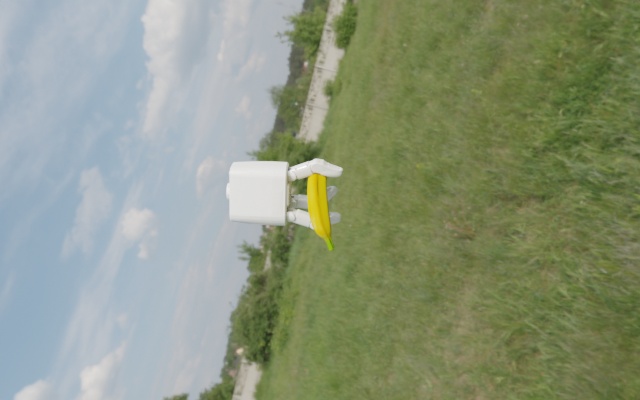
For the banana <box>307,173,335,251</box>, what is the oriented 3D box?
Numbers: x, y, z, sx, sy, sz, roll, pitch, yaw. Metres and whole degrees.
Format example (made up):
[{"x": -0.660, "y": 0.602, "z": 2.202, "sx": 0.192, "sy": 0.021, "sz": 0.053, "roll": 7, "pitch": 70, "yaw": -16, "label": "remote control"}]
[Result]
[{"x": -0.003, "y": -0.006, "z": 0.869, "sx": 0.037, "sy": 0.197, "sz": 0.070, "roll": -9, "pitch": -39, "yaw": 6, "label": "banana"}]
